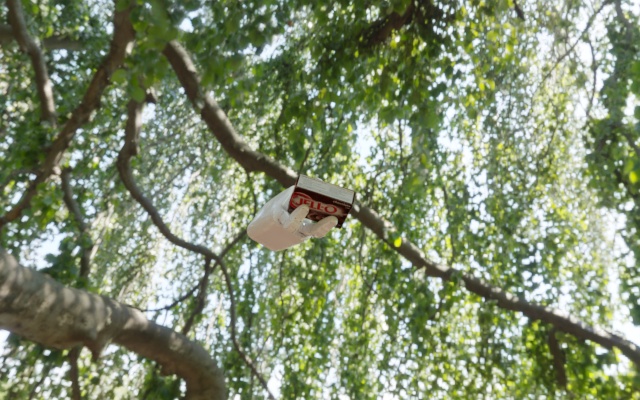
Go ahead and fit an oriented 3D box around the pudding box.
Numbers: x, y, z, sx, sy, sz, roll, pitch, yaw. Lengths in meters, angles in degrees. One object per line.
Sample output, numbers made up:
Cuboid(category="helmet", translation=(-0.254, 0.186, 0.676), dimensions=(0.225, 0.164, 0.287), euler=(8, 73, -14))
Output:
Cuboid(category="pudding box", translation=(0.000, 0.003, 0.899), dimensions=(0.113, 0.039, 0.090), euler=(16, -35, -5))
